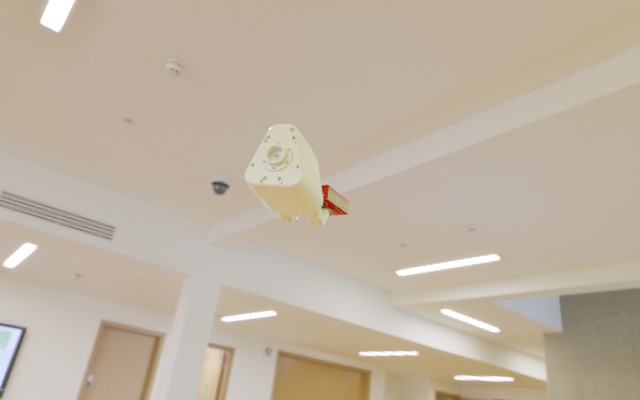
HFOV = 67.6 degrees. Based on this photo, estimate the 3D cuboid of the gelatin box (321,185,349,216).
[{"bbox_3d":[0.000,0.003,0.869,0.073,0.030,0.089,-5,-21,28],"label":"gelatin box"}]
